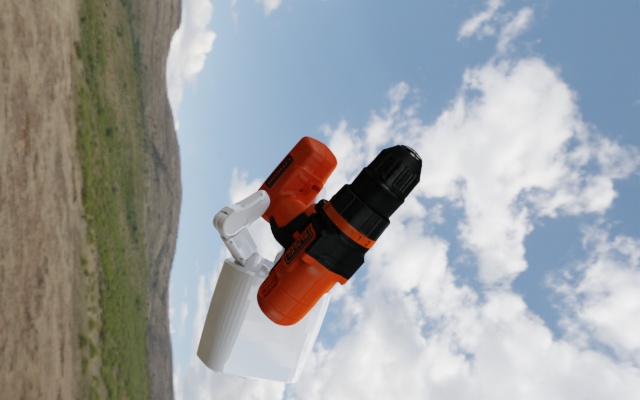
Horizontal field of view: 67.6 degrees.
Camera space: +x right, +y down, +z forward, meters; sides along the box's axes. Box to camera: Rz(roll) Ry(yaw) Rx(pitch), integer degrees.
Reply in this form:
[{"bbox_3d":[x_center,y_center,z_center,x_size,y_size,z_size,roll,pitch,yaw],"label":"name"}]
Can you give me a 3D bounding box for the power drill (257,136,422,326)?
[{"bbox_3d":[0.000,0.002,0.454,0.057,0.184,0.187,37,11,-24],"label":"power drill"}]
